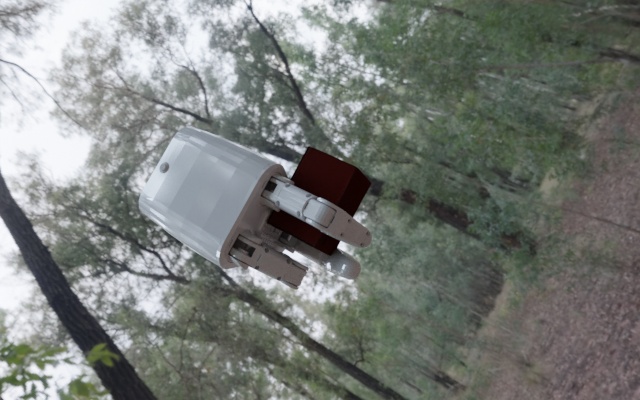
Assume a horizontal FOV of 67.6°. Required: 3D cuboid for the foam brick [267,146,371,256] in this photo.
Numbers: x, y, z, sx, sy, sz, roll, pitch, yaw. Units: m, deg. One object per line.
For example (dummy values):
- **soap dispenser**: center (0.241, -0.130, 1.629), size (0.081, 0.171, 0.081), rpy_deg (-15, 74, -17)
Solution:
- **foam brick**: center (0.000, 0.001, 0.421), size (0.051, 0.078, 0.053), rpy_deg (27, -5, 23)
